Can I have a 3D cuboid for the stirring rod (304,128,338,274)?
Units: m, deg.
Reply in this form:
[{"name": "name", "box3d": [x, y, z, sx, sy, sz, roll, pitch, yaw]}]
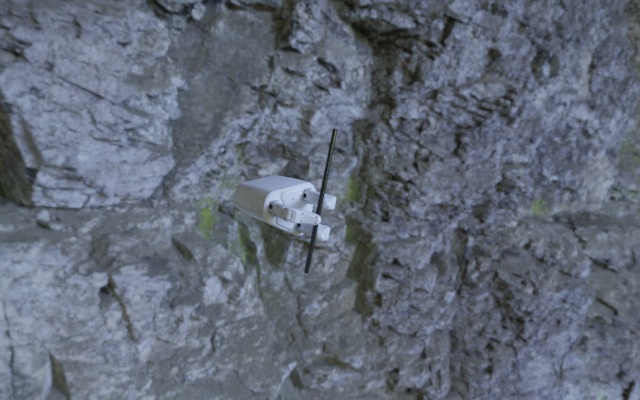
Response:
[{"name": "stirring rod", "box3d": [0.000, 0.003, 0.778, 0.011, 0.239, 0.011, 11, 6, -1]}]
